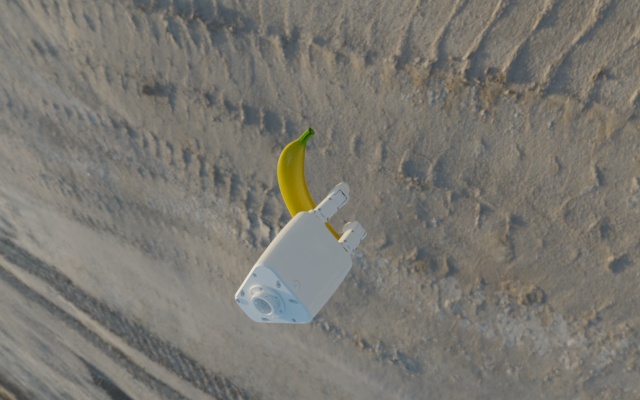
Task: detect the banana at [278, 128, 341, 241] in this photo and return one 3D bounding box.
[{"bbox_3d":[-0.017,0.001,0.671,0.069,0.198,0.037,-6,23,29],"label":"banana"}]
